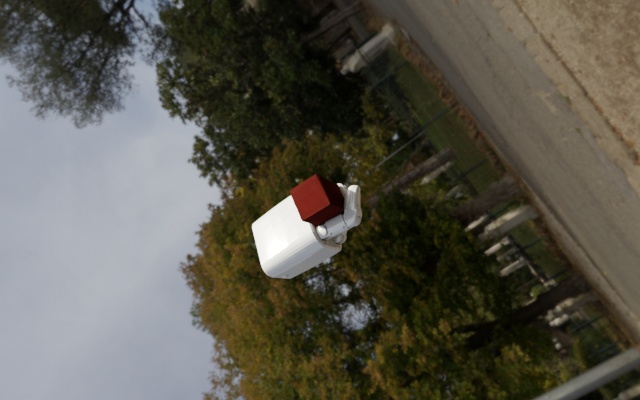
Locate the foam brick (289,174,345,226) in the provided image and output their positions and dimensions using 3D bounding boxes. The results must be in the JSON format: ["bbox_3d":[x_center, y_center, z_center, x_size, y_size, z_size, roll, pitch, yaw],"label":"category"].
[{"bbox_3d":[0.000,0.002,0.706,0.051,0.053,0.078,-30,-22,17],"label":"foam brick"}]
